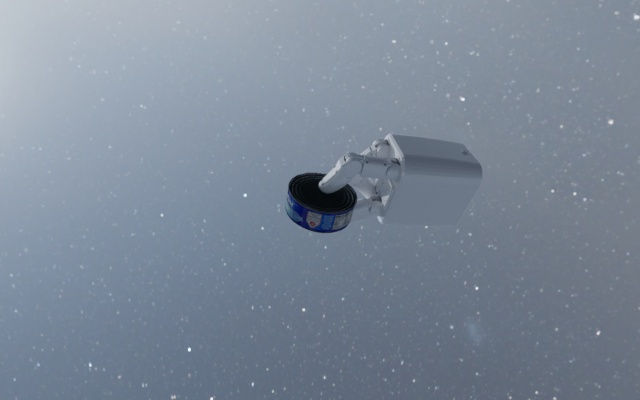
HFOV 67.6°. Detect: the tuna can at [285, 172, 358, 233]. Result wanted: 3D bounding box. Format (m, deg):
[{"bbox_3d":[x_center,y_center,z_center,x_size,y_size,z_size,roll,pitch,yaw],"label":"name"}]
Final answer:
[{"bbox_3d":[0.000,0.002,0.588,0.086,0.034,0.086,10,33,-6],"label":"tuna can"}]
